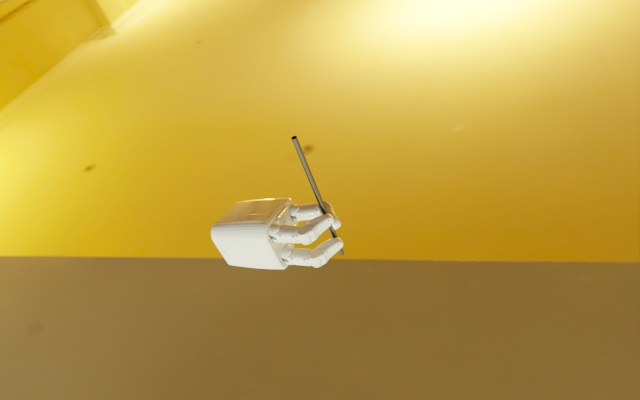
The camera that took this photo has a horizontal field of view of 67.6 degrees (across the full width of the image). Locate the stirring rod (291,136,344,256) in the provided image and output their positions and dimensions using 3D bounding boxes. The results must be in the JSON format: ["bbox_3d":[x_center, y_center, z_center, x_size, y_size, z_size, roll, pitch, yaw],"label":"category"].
[{"bbox_3d":[0.000,0.002,0.709,0.011,0.240,0.011,-13,41,11],"label":"stirring rod"}]
